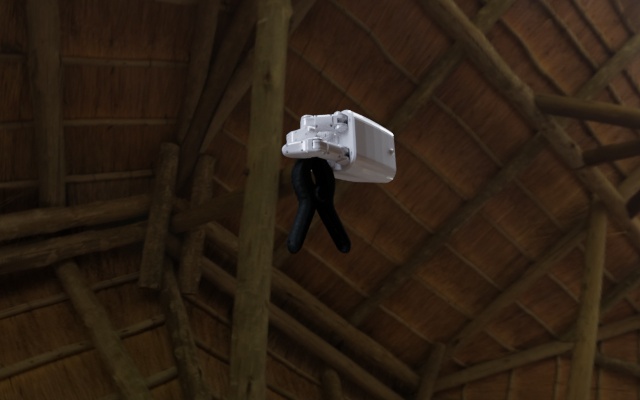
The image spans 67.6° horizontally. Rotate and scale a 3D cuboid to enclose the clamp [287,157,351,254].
[{"bbox_3d":[0.000,0.002,0.710,0.039,0.171,0.120,-11,-21,38],"label":"clamp"}]
